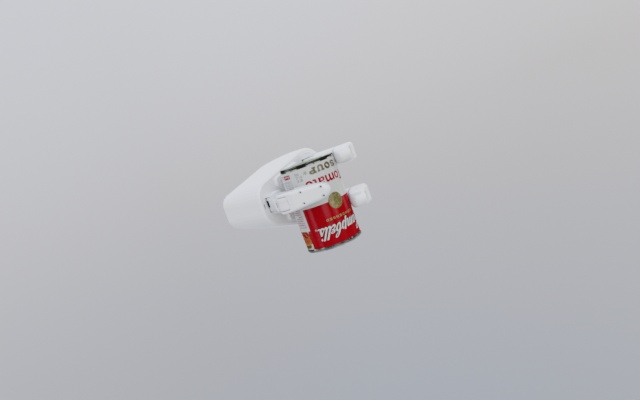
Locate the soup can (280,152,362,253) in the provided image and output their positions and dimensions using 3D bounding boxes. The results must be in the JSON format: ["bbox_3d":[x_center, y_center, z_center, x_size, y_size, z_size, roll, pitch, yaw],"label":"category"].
[{"bbox_3d":[0.000,0.002,0.563,0.068,0.102,0.068,-20,7,2],"label":"soup can"}]
